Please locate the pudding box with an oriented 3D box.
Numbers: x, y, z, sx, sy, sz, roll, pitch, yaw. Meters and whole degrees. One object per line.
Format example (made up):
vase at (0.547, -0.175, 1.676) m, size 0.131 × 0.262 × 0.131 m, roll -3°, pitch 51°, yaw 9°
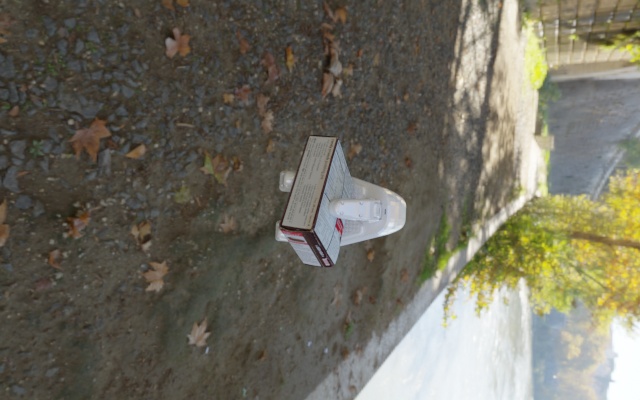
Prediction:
pudding box at (0.000, 0.002, 0.500) m, size 0.039 × 0.113 × 0.090 m, roll 3°, pitch -29°, yaw 19°
